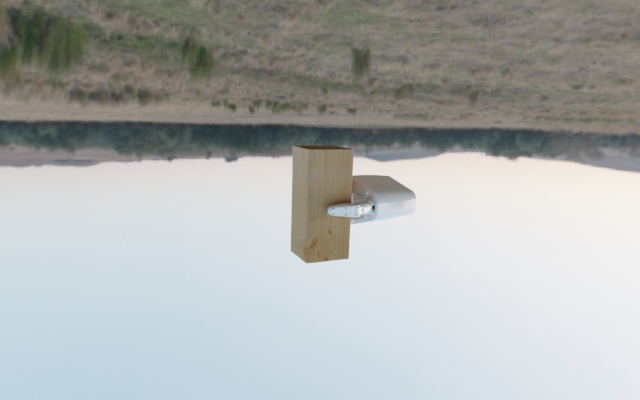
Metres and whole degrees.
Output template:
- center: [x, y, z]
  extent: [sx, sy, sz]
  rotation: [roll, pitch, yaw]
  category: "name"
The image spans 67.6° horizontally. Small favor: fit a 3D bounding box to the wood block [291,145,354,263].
- center: [0.001, 0.003, 0.896]
  extent: [0.090, 0.206, 0.091]
  rotation: [-3, 11, -23]
  category: "wood block"
